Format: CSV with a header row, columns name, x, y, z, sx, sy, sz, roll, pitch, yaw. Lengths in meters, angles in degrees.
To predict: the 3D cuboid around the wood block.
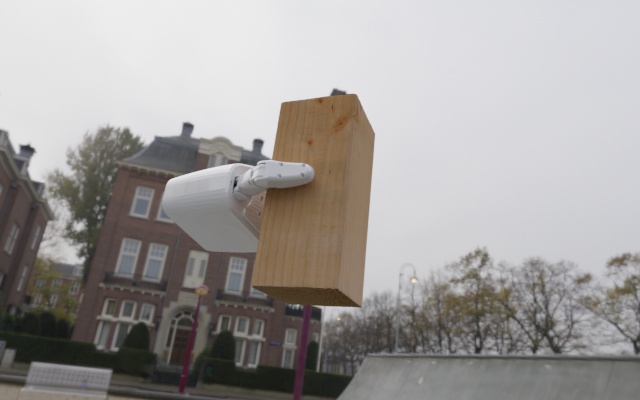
name,x,y,z,sx,sy,sz,roll,pitch,yaw
wood block,0.000,0.001,0.510,0.090,0.206,0.091,-2,-23,21
